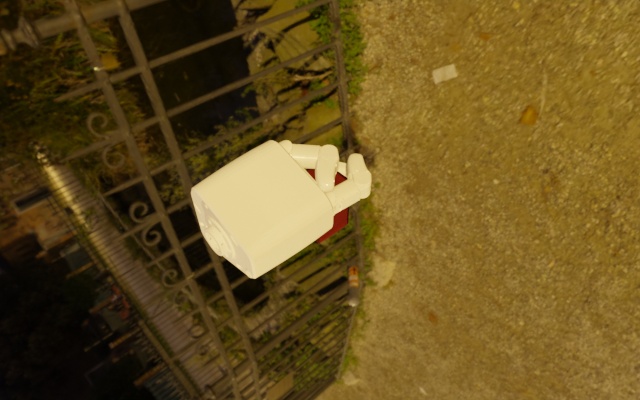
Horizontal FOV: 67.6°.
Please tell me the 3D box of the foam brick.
[{"bbox_3d":[0.000,0.002,0.575,0.051,0.078,0.053,-35,56,-28],"label":"foam brick"}]
